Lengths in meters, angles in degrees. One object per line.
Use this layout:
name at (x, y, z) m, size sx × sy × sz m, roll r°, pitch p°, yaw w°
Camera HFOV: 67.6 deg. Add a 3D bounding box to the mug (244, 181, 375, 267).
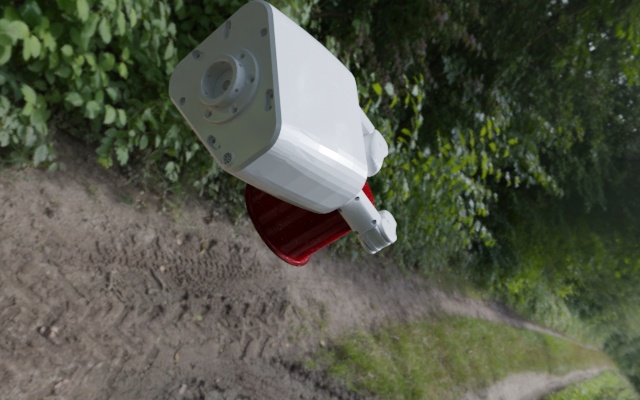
mug at (0.001, 0.002, 0.434) m, size 0.081 × 0.093 × 0.117 m, roll -32°, pitch -26°, yaw 21°
